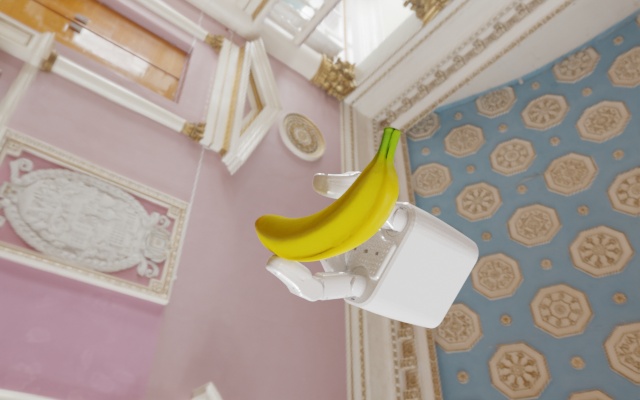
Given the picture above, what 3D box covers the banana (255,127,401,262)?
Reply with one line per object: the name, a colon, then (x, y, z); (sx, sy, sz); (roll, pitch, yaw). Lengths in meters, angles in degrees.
banana: (0.000, 0.016, 0.391); (0.037, 0.069, 0.198); (25, -35, -29)
